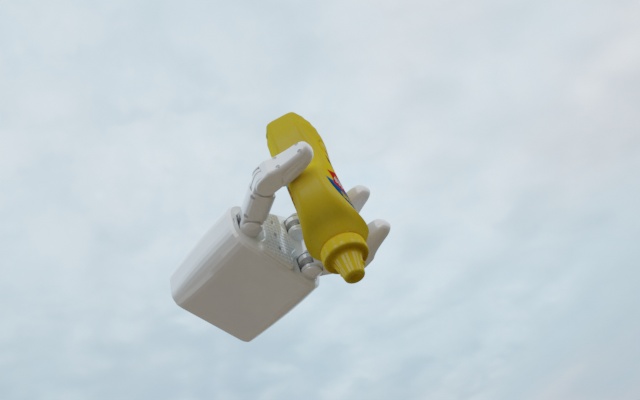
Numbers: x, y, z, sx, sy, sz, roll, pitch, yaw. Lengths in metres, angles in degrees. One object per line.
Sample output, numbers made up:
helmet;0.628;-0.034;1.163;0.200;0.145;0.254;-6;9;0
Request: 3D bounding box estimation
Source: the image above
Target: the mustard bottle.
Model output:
mustard bottle;0.000;0.001;0.457;0.058;0.191;0.096;-26;-45;3
